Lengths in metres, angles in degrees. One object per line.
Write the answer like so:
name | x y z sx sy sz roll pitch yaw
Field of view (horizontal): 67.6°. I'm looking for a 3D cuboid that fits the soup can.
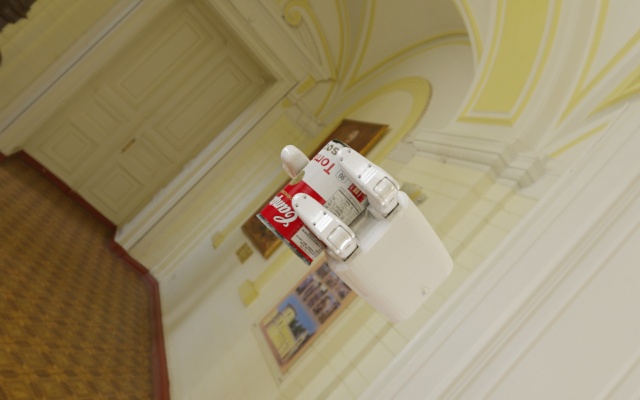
soup can | 0.000 0.001 0.447 0.068 0.102 0.068 44 -5 5
